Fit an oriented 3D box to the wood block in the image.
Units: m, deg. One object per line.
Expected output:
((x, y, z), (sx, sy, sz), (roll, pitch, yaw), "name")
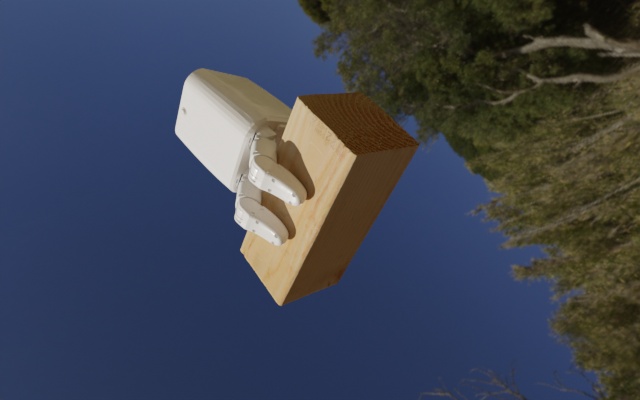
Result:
((0.000, 0.001, 0.495), (0.091, 0.206, 0.090), (-15, 52, -41), "wood block")
